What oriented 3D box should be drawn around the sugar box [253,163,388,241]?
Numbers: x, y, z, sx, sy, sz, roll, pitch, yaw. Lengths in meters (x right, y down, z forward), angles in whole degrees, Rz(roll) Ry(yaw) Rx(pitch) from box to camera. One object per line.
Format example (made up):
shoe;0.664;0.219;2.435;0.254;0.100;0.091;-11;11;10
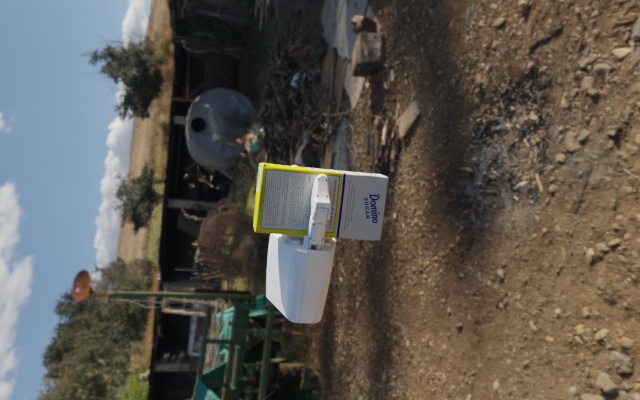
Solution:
sugar box;0.000;0.002;0.661;0.176;0.093;0.048;5;8;-15
